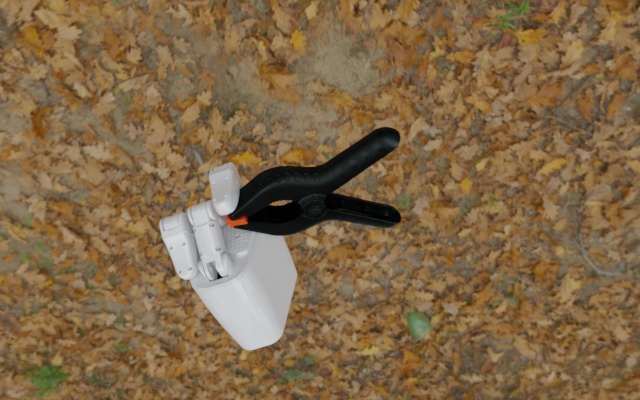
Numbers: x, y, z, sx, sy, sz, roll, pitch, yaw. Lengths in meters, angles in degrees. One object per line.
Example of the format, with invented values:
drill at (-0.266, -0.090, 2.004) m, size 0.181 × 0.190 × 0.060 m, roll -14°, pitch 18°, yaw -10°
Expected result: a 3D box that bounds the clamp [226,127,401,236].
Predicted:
clamp at (0.000, 0.002, 0.450) m, size 0.171 × 0.120 × 0.039 m, roll -16°, pitch 41°, yaw 7°
